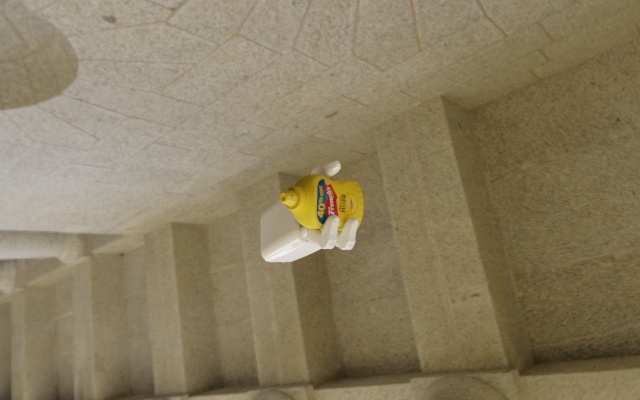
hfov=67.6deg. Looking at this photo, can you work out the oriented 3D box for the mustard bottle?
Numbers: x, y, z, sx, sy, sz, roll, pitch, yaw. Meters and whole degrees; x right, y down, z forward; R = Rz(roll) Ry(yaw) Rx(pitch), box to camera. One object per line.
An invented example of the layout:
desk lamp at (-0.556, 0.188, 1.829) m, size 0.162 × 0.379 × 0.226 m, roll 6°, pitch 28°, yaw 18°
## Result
mustard bottle at (0.001, 0.003, 0.849) m, size 0.058 × 0.096 × 0.191 m, roll -1°, pitch -5°, yaw 40°
